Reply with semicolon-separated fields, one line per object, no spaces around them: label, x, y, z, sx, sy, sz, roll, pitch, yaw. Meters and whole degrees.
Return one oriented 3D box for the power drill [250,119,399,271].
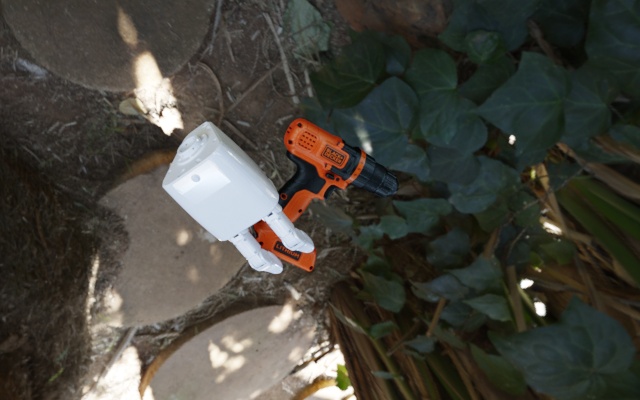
power drill;0.000;0.003;0.678;0.184;0.187;0.057;28;6;-19
